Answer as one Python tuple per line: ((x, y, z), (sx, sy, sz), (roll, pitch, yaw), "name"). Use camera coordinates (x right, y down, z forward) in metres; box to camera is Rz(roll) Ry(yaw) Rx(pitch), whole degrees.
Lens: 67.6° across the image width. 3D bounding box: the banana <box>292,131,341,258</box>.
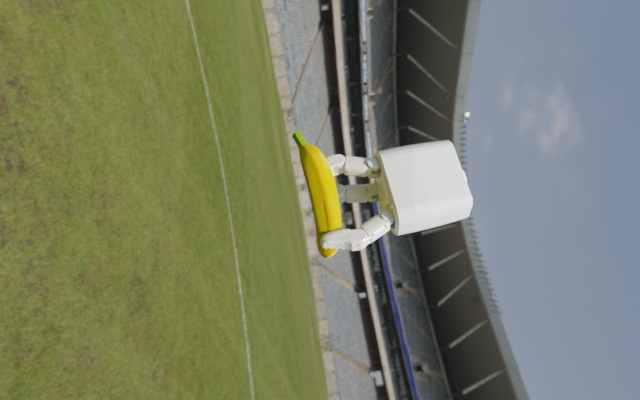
((0.004, 0.007, 0.636), (0.037, 0.198, 0.069), (-15, 28, -8), "banana")
